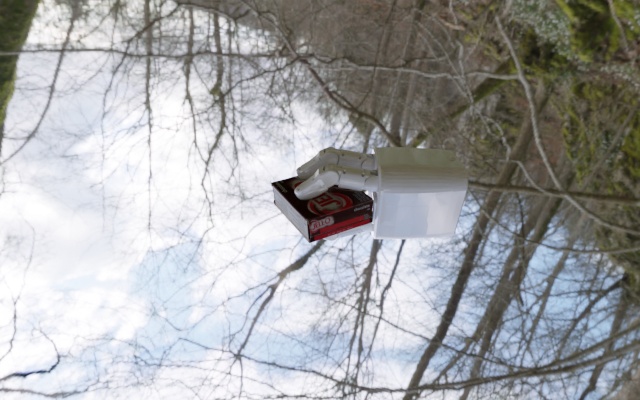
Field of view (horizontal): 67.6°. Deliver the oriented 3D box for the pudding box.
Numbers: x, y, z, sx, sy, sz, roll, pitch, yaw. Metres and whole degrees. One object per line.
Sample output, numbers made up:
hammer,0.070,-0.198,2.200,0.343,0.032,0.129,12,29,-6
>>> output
pudding box,0.000,0.002,0.605,0.090,0.039,0.113,-16,30,-23
